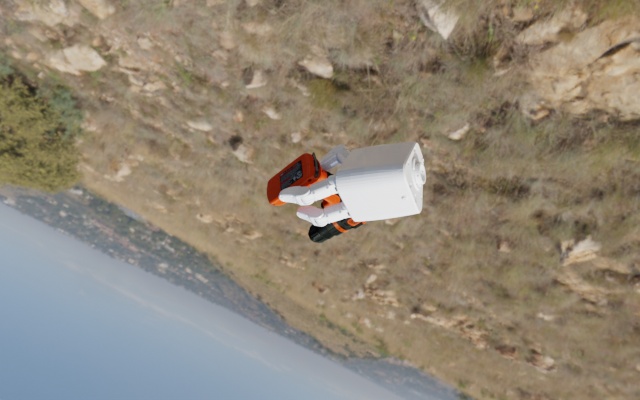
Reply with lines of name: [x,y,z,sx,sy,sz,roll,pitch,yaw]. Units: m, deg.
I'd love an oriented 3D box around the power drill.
power drill: [0.000,0.002,0.829,0.184,0.057,0.188,-36,-42,30]
